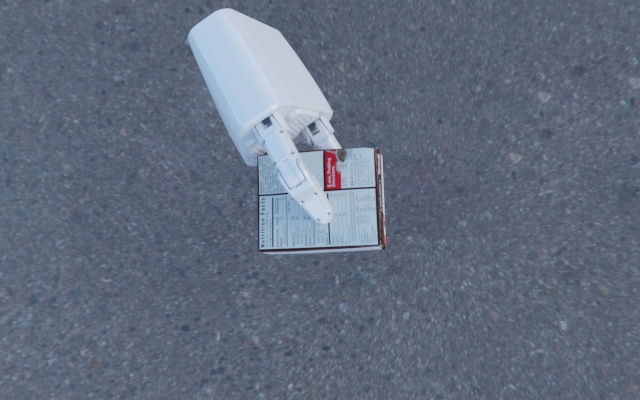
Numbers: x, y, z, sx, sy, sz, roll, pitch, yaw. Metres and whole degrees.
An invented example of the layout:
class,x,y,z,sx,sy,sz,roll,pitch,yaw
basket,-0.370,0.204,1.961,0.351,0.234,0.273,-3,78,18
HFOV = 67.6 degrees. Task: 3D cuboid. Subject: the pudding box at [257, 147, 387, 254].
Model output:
class,x,y,z,sx,sy,sz,roll,pitch,yaw
pudding box,0.000,0.001,0.426,0.113,0.090,0.039,-4,-8,14
